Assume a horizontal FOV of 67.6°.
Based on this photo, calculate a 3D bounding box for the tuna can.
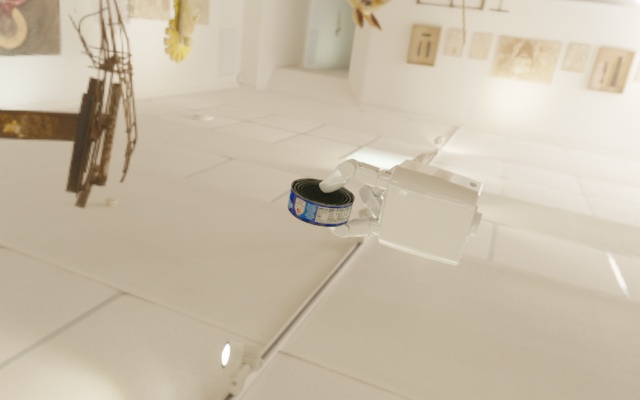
[{"bbox_3d":[0.000,0.003,0.633,0.086,0.034,0.086,11,22,-5],"label":"tuna can"}]
